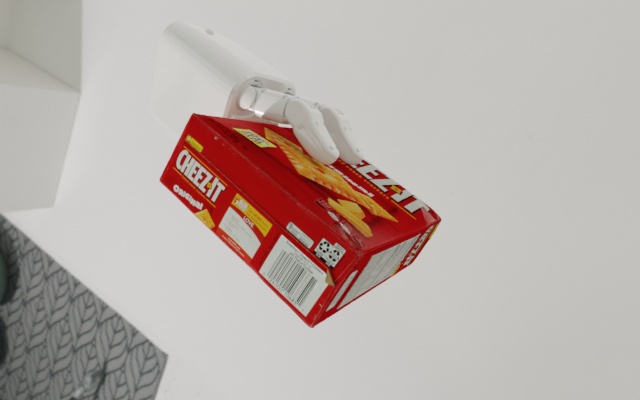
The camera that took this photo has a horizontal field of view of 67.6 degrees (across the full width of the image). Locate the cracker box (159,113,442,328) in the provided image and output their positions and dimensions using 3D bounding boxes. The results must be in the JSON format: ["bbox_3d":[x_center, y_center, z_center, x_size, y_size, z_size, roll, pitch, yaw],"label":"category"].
[{"bbox_3d":[0.000,0.002,0.415,0.164,0.072,0.213,40,21,19],"label":"cracker box"}]
